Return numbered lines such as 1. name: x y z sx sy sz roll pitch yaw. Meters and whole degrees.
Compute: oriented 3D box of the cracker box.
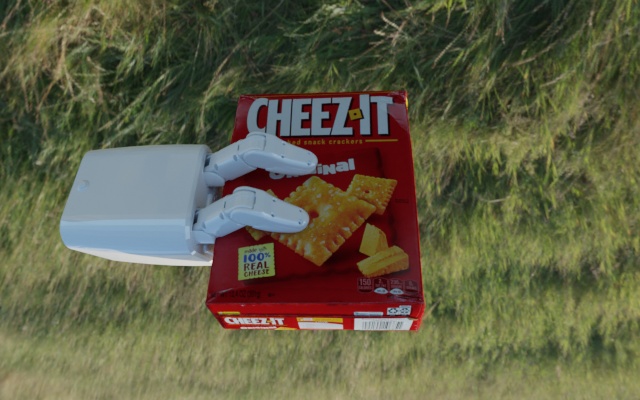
1. cracker box: 0.000 0.002 0.422 0.164 0.213 0.072 0 -31 4
